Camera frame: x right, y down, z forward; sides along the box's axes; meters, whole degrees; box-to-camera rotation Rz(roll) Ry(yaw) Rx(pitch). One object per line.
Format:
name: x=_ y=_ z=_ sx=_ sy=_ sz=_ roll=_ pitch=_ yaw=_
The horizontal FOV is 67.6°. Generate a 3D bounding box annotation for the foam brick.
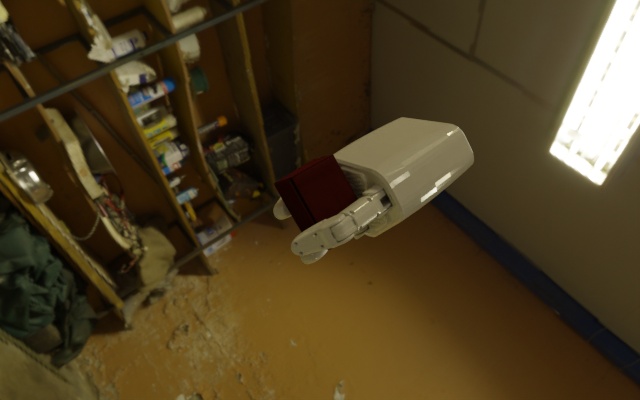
foam brick: x=0.000 y=0.001 z=0.467 sx=0.051 sy=0.078 sz=0.053 roll=-33 pitch=12 yaw=-20
